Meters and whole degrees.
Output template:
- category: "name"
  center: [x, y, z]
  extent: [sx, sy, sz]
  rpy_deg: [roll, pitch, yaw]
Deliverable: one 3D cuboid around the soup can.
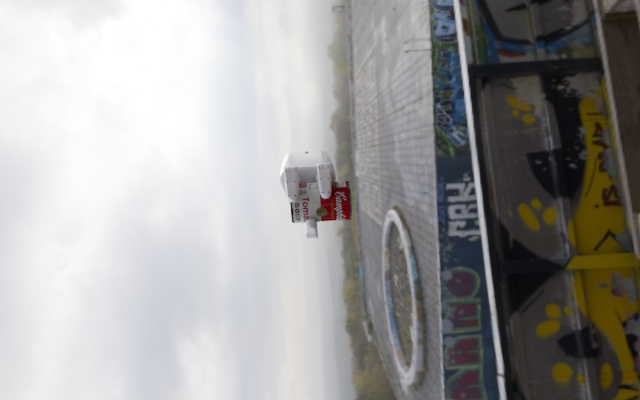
- category: "soup can"
  center: [0.000, 0.003, 0.817]
  extent: [0.102, 0.068, 0.068]
  rpy_deg: [-3, 0, -1]
